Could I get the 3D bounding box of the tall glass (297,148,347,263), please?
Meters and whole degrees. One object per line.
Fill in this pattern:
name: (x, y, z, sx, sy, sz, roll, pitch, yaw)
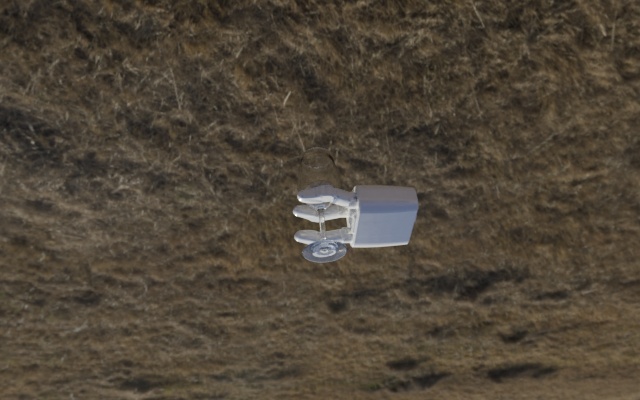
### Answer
tall glass: (0.000, 0.003, 0.839, 0.079, 0.201, 0.079, -4, -34, -2)
